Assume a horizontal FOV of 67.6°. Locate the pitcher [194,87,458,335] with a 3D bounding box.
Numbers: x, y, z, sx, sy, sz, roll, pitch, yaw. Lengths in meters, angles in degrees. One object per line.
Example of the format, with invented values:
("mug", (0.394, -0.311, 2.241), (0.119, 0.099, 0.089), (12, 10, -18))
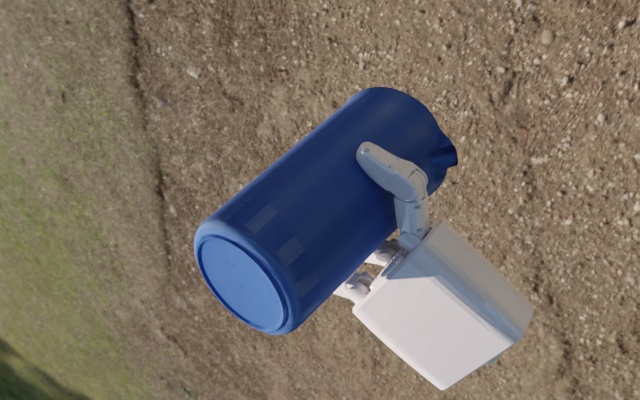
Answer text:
("pitcher", (0.000, 0.002, 0.440), (0.242, 0.145, 0.149), (-41, -9, -40))
